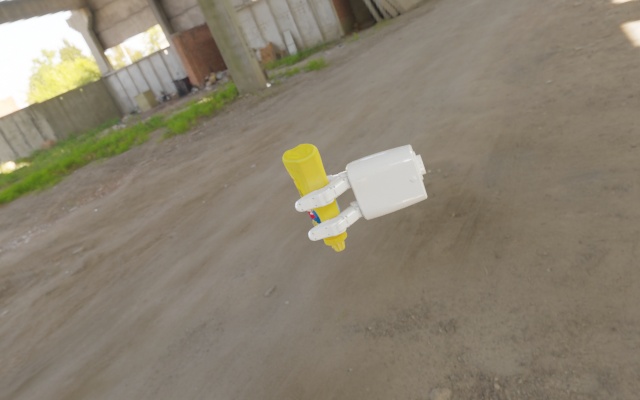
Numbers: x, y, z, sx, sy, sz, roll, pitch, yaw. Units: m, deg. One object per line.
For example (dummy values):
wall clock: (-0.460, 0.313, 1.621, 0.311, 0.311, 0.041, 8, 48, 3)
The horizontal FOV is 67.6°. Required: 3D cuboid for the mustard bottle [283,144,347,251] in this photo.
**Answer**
mustard bottle: (0.000, 0.003, 0.804, 0.058, 0.192, 0.096, -27, 21, -9)
